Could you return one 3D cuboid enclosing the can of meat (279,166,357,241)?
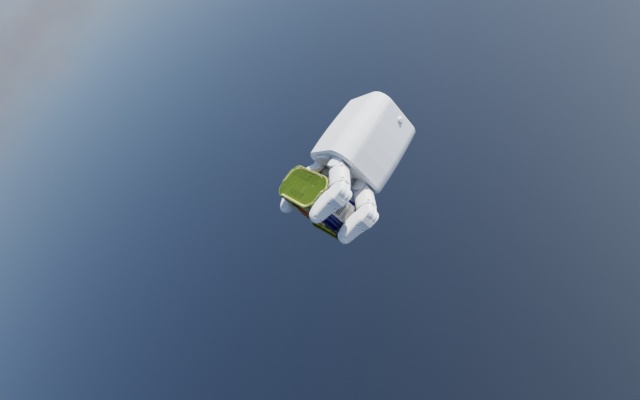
[{"bbox_3d":[0.000,0.002,0.657,0.084,0.057,0.102,41,-9,-35],"label":"can of meat"}]
